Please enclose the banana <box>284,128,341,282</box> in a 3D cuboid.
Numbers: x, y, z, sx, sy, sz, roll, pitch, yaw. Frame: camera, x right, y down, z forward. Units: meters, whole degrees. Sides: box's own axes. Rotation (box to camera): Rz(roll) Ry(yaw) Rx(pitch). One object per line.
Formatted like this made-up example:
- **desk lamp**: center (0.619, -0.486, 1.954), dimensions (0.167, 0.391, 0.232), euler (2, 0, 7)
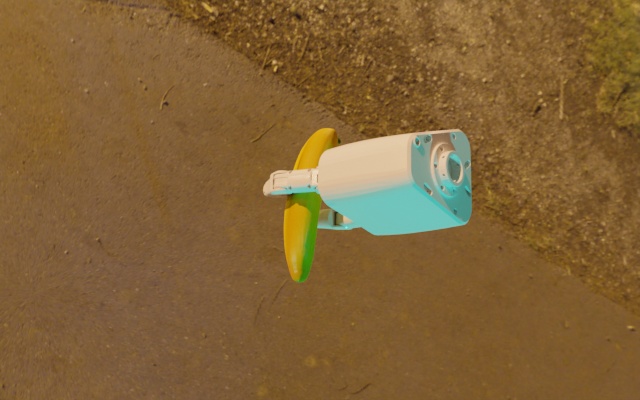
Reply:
- **banana**: center (-0.008, -0.011, 0.530), dimensions (0.037, 0.197, 0.070), euler (-2, -33, 32)
